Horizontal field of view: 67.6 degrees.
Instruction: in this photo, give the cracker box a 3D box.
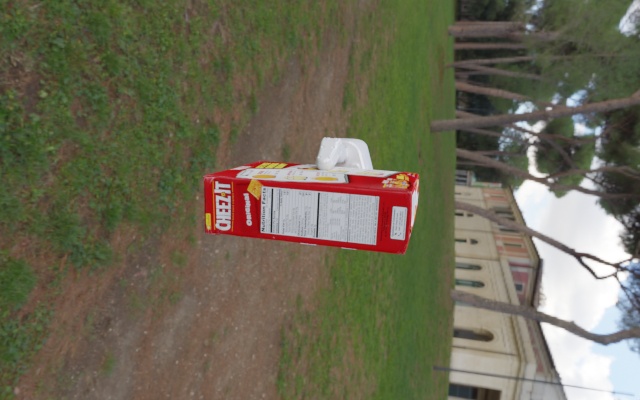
[{"bbox_3d":[0.000,0.002,0.545,0.213,0.072,0.164,5,11,13],"label":"cracker box"}]
